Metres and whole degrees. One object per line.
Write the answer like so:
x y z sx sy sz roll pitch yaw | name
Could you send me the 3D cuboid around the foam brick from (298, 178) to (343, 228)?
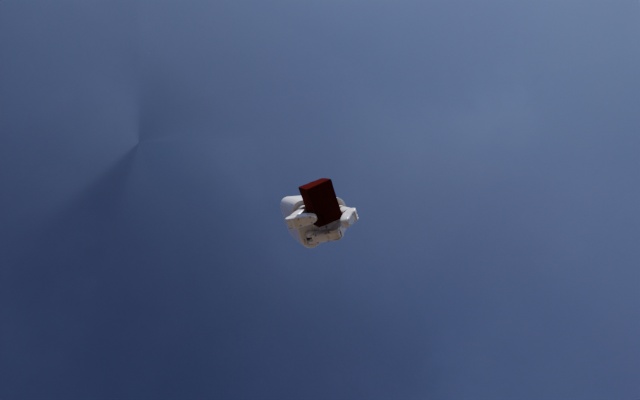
0.000 0.003 0.888 0.053 0.078 0.051 -22 14 -15 | foam brick
